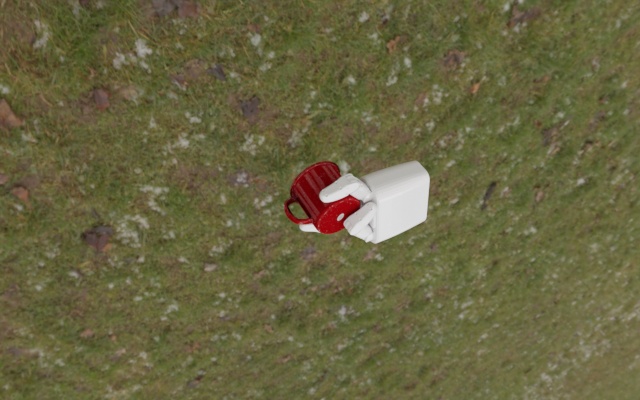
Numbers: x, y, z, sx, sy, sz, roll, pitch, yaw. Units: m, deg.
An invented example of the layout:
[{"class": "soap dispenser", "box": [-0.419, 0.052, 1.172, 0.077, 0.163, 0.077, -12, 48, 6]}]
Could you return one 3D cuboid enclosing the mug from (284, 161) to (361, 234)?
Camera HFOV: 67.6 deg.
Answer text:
[{"class": "mug", "box": [-0.001, 0.003, 0.752, 0.117, 0.081, 0.093, -20, -36, -21]}]
